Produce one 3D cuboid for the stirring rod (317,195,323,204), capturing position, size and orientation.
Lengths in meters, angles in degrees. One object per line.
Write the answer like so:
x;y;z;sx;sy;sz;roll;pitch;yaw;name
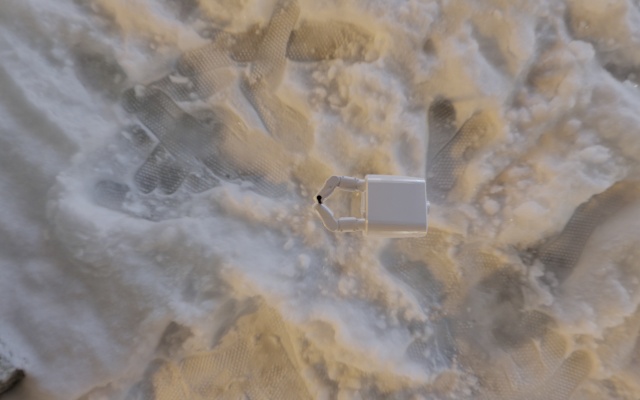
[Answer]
0.000;0.003;0.838;0.011;0.011;0.239;0;-3;1;stirring rod
